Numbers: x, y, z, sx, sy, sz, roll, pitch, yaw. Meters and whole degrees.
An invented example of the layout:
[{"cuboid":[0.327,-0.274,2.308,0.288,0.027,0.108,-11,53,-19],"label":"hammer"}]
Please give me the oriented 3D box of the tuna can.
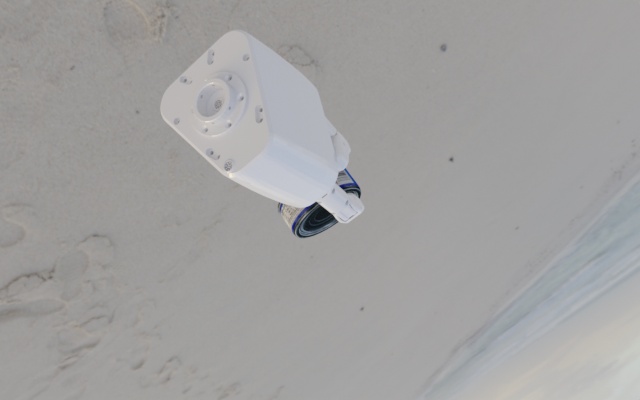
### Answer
[{"cuboid":[0.000,0.002,0.502,0.086,0.033,0.086,-30,-22,-13],"label":"tuna can"}]
